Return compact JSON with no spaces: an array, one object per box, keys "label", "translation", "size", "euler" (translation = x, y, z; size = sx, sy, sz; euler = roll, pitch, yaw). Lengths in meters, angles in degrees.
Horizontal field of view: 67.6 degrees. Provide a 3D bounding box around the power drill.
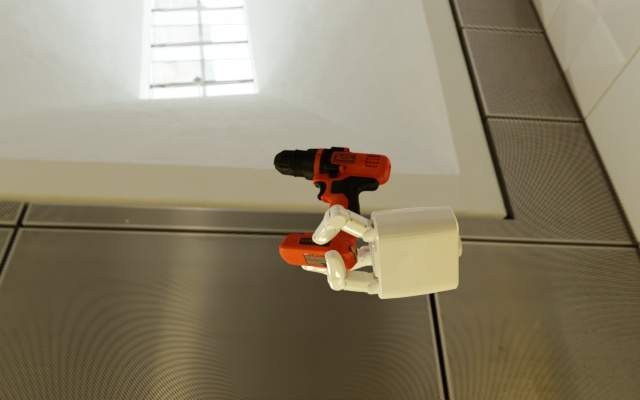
[{"label":"power drill","translation":[0.000,0.003,0.697],"size":[0.184,0.187,0.057],"euler":[4,-31,17]}]
